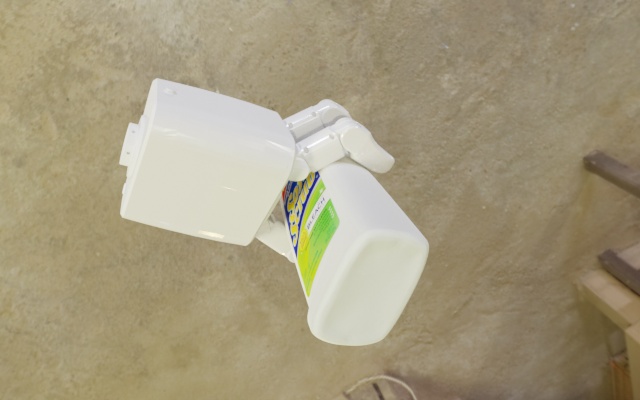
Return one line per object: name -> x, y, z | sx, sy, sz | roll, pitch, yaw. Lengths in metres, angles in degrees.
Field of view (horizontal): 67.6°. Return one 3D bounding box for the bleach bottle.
bleach bottle -> 0.000, 0.001, 0.422 | 0.068, 0.103, 0.250 | 12, 24, -25
